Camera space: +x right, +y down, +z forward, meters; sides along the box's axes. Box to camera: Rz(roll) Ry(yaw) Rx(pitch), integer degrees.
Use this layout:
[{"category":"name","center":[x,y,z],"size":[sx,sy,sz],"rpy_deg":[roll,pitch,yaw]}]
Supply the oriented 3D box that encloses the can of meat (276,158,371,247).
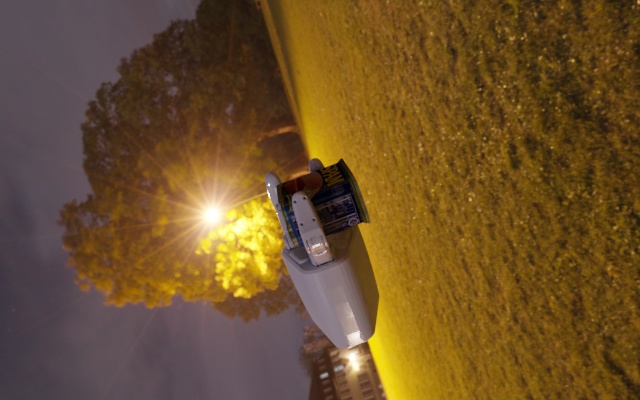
[{"category":"can of meat","center":[0.000,0.002,0.527],"size":[0.084,0.057,0.102],"rpy_deg":[-21,21,0]}]
